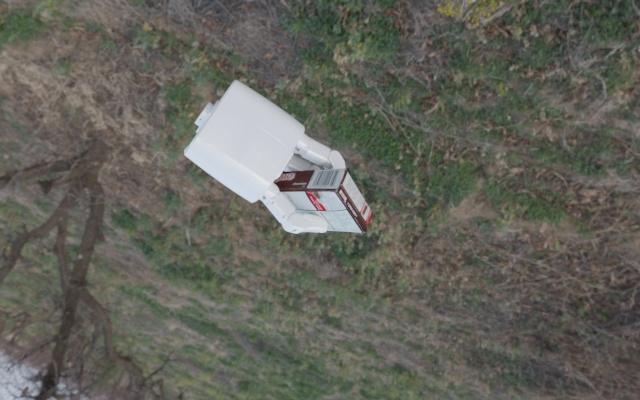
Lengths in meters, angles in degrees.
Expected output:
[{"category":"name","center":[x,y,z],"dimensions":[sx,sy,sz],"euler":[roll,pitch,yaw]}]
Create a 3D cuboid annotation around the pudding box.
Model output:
[{"category":"pudding box","center":[0.000,0.002,0.630],"dimensions":[0.113,0.039,0.090],"euler":[2,-37,37]}]
